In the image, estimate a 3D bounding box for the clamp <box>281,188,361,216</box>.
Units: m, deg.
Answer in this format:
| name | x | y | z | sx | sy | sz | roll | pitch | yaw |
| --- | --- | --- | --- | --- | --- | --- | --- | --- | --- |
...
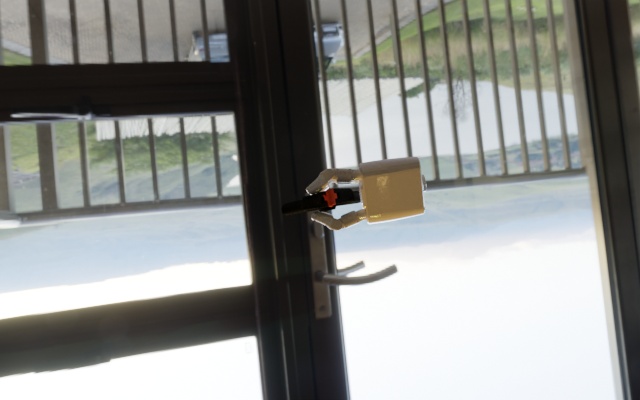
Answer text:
| name | x | y | z | sx | sy | sz | roll | pitch | yaw |
| --- | --- | --- | --- | --- | --- | --- | --- | --- | --- |
| clamp | 0.000 | 0.004 | 0.867 | 0.164 | 0.036 | 0.210 | -11 | -2 | 2 |
